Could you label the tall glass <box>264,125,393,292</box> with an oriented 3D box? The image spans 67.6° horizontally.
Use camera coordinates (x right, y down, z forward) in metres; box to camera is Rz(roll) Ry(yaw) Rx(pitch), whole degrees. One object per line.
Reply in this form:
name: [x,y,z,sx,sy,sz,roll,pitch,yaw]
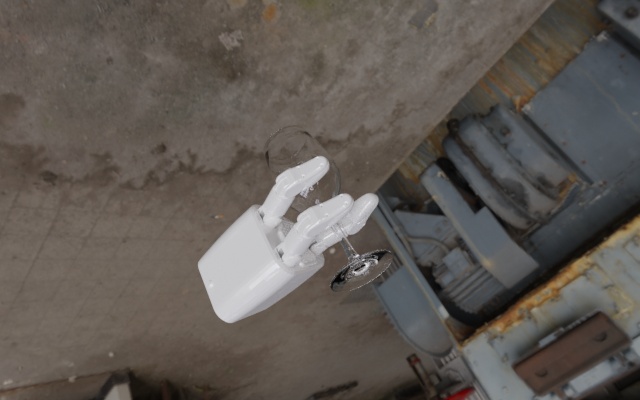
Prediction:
tall glass: [0.001,0.002,0.551,0.079,0.201,0.079,-22,-32,-14]
